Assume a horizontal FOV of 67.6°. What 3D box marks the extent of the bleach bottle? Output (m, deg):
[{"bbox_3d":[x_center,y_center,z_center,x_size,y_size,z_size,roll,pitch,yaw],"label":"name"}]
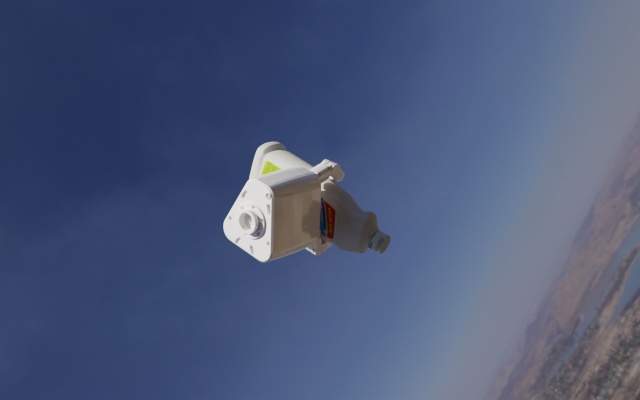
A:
[{"bbox_3d":[0.000,0.003,0.752,0.250,0.103,0.068,30,27,26],"label":"bleach bottle"}]
